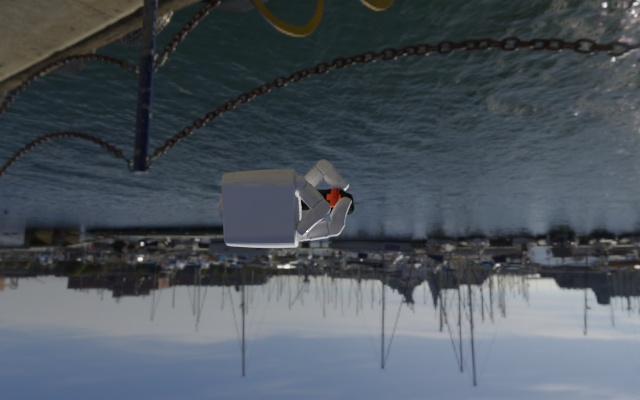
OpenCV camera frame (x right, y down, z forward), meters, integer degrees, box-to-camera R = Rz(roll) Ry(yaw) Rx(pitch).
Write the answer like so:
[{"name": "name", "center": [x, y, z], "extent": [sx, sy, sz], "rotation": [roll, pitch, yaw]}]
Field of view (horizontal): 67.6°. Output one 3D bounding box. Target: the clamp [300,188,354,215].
[{"name": "clamp", "center": [0.000, 0.003, 0.798], "extent": [0.120, 0.039, 0.171], "rotation": [-2, -9, 1]}]
